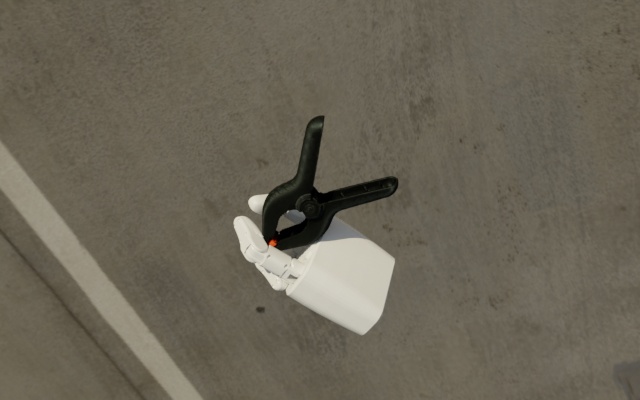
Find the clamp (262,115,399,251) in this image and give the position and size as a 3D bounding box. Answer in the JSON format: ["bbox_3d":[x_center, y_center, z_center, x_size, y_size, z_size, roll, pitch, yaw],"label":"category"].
[{"bbox_3d":[0.000,0.002,0.532,0.120,0.171,0.039,32,28,-9],"label":"clamp"}]
